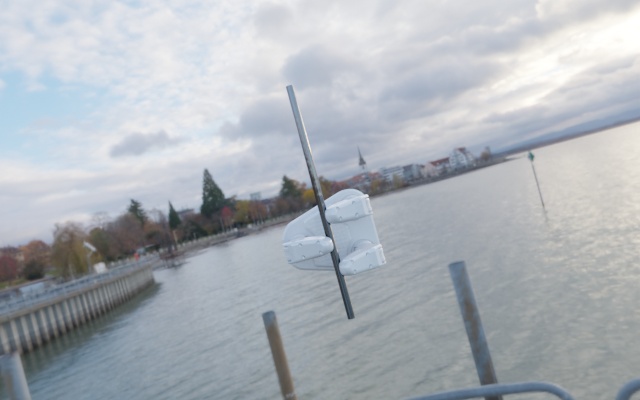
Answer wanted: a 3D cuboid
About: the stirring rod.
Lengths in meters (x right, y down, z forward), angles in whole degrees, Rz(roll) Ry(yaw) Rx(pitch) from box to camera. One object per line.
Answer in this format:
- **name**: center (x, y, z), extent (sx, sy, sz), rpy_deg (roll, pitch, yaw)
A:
- **stirring rod**: center (0.000, 0.002, 0.478), extent (0.011, 0.239, 0.011), rpy_deg (-15, 0, 0)
